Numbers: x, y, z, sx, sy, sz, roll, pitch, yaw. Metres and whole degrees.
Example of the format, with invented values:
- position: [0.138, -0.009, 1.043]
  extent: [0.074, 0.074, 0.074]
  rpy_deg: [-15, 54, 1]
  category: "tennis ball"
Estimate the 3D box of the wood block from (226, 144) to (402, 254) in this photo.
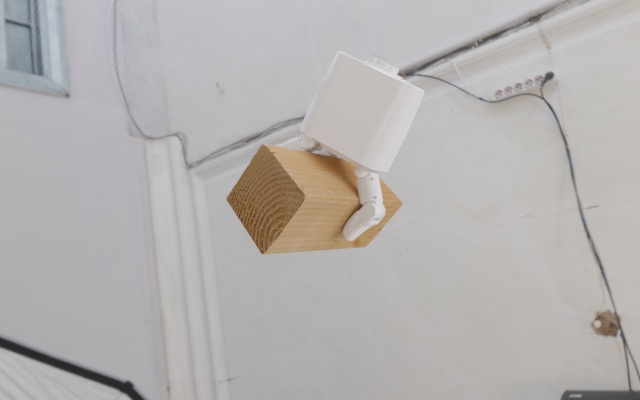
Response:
- position: [0.001, 0.002, 0.600]
  extent: [0.206, 0.090, 0.090]
  rpy_deg: [4, 41, -52]
  category: "wood block"
